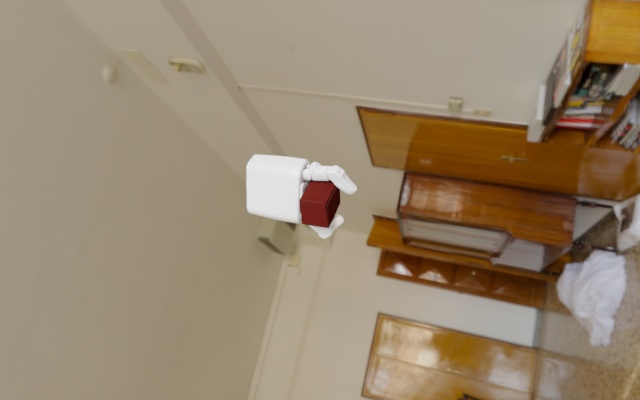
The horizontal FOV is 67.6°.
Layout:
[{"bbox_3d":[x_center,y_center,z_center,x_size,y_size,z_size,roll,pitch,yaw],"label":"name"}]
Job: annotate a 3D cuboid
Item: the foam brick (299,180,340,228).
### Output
[{"bbox_3d":[0.000,0.003,0.841,0.051,0.053,0.078,8,38,16],"label":"foam brick"}]
